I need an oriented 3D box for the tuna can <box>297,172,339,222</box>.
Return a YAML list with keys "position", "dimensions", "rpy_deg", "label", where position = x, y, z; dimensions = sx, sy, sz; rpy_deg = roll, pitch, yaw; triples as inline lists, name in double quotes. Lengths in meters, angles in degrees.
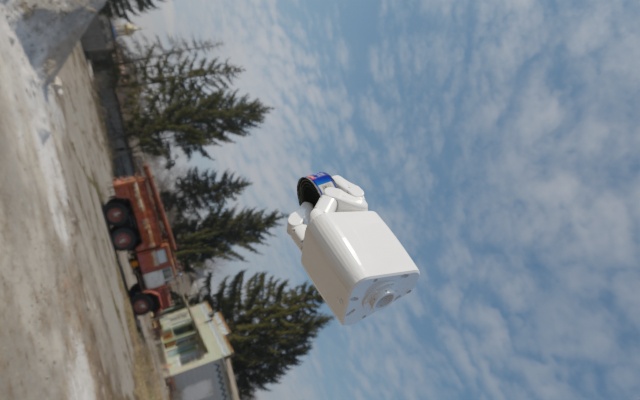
- position: [0.001, 0.002, 0.698]
  dimensions: [0.034, 0.086, 0.086]
  rpy_deg: [-19, 8, -24]
  label: "tuna can"
